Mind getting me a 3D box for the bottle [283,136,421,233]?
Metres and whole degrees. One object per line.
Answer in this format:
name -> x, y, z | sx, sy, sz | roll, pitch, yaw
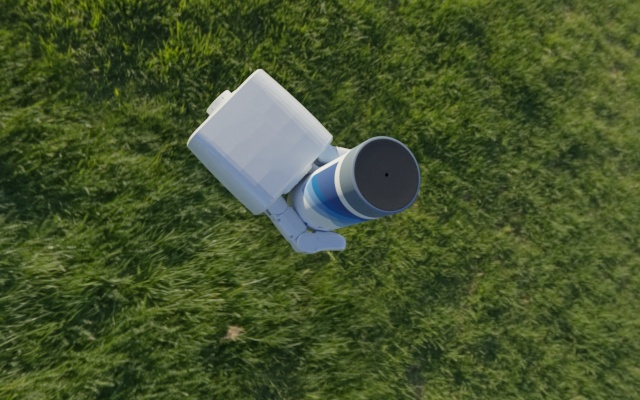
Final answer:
bottle -> 0.000, 0.002, 0.531 | 0.069, 0.069, 0.296 | 0, -9, -22
